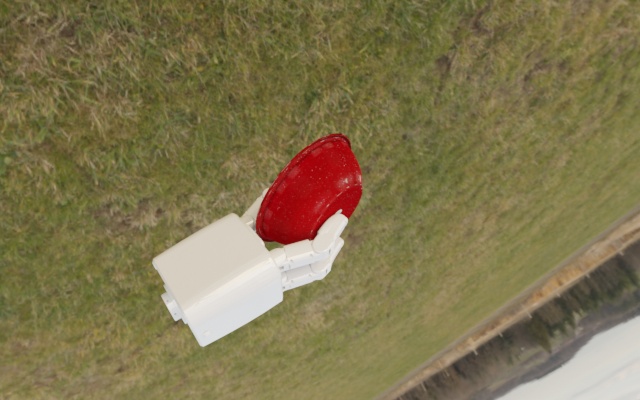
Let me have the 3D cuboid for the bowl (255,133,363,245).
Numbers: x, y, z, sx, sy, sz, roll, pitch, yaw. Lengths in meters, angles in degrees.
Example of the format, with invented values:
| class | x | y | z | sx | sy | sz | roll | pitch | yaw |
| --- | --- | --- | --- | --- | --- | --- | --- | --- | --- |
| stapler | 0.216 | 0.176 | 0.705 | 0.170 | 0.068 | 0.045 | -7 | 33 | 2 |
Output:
| class | x | y | z | sx | sy | sz | roll | pitch | yaw |
| --- | --- | --- | --- | --- | --- | --- | --- | --- | --- |
| bowl | 0.001 | 0.001 | 0.570 | 0.055 | 0.162 | 0.162 | 39 | 16 | 21 |
